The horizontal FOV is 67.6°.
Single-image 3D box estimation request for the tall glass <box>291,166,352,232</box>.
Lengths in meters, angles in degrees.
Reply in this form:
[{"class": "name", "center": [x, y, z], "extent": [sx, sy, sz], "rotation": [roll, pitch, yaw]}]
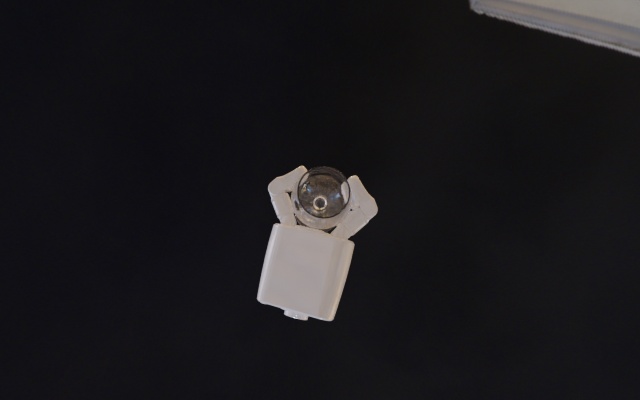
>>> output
[{"class": "tall glass", "center": [0.000, 0.002, 0.647], "extent": [0.079, 0.079, 0.201], "rotation": [0, -7, -2]}]
